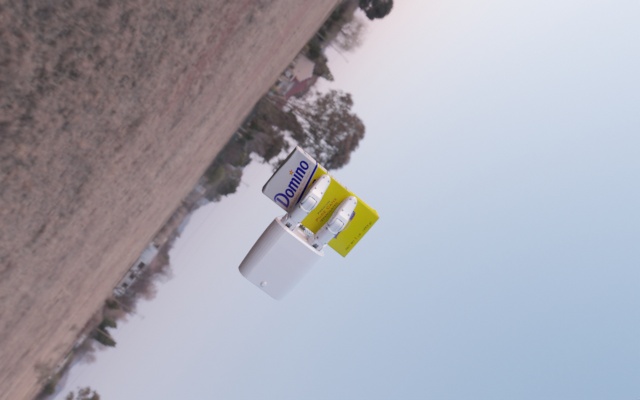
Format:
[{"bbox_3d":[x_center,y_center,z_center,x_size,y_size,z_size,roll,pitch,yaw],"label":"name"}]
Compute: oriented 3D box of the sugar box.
[{"bbox_3d":[0.000,0.003,0.777,0.176,0.093,0.048,38,9,-12],"label":"sugar box"}]
